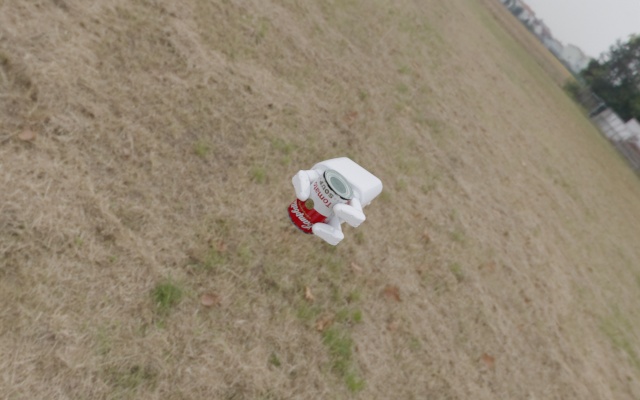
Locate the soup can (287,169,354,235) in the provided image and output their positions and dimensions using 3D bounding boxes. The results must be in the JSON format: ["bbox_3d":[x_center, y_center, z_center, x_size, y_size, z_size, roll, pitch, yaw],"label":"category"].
[{"bbox_3d":[0.000,0.002,0.818,0.102,0.068,0.068,-43,-24,29],"label":"soup can"}]
